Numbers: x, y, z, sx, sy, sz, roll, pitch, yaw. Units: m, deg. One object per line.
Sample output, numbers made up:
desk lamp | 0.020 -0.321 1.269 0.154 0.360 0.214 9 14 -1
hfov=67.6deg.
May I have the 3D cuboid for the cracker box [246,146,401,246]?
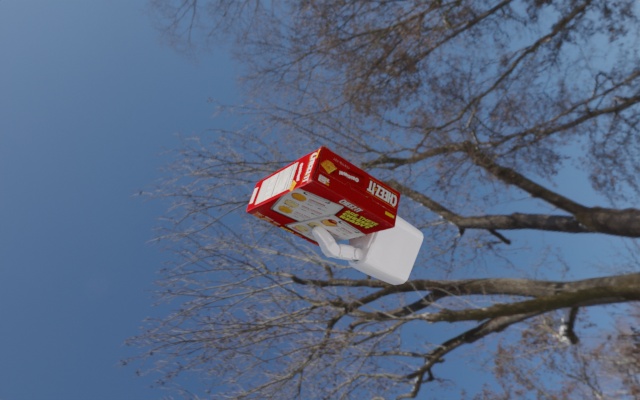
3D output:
cracker box | 0.000 0.003 0.798 0.164 0.072 0.214 28 -28 -26
